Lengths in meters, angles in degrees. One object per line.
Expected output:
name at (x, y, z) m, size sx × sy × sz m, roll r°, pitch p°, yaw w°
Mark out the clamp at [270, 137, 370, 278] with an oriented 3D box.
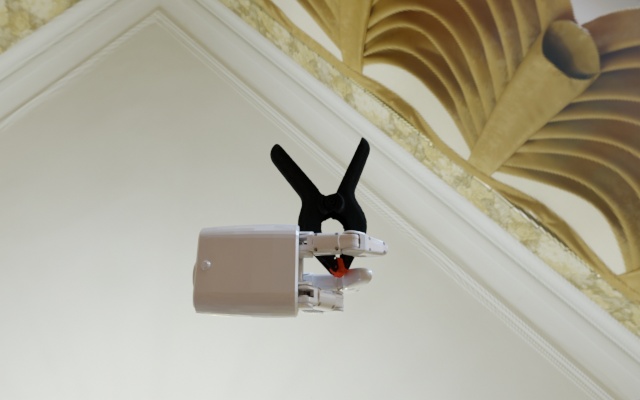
clamp at (0.000, 0.002, 0.553) m, size 0.120 × 0.171 × 0.039 m, roll 0°, pitch -22°, yaw -1°
